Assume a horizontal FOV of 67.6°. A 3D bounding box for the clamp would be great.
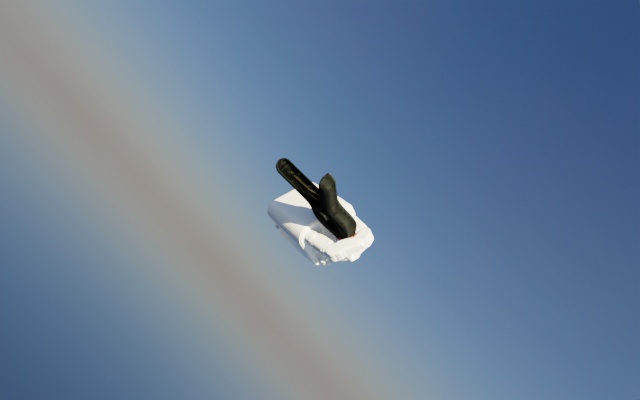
[{"bbox_3d":[0.001,0.002,0.717,0.120,0.039,0.172,35,-19,42],"label":"clamp"}]
